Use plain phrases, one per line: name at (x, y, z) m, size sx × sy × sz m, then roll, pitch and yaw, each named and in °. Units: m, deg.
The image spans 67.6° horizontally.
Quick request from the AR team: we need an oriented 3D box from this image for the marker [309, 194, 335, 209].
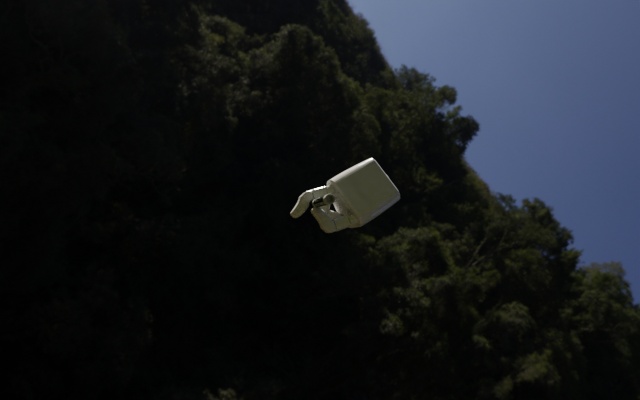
marker at (0.000, 0.003, 0.899) m, size 0.020 × 0.020 × 0.121 m, roll 0°, pitch -6°, yaw -17°
